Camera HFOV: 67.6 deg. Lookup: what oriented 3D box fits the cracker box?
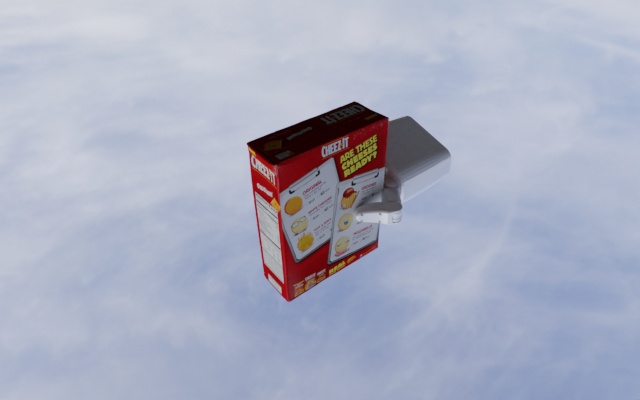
[{"bbox_3d":[0.000,0.002,0.608,0.164,0.214,0.072,-27,44,-29],"label":"cracker box"}]
